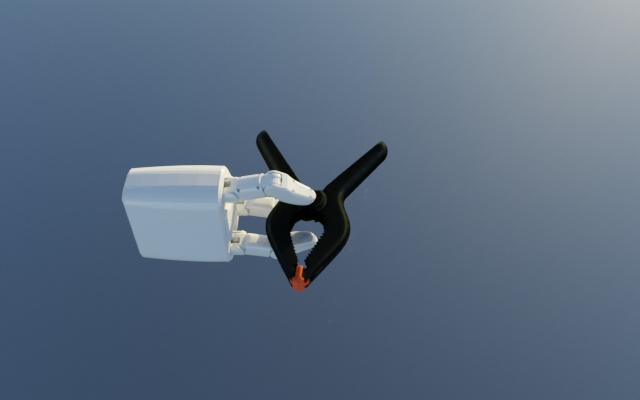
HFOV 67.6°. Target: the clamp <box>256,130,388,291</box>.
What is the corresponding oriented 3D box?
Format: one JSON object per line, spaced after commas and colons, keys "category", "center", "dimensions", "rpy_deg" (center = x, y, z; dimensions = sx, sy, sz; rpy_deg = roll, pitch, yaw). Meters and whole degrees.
{"category": "clamp", "center": [0.000, 0.002, 0.551], "dimensions": [0.164, 0.209, 0.036], "rpy_deg": [0, -33, 2]}
